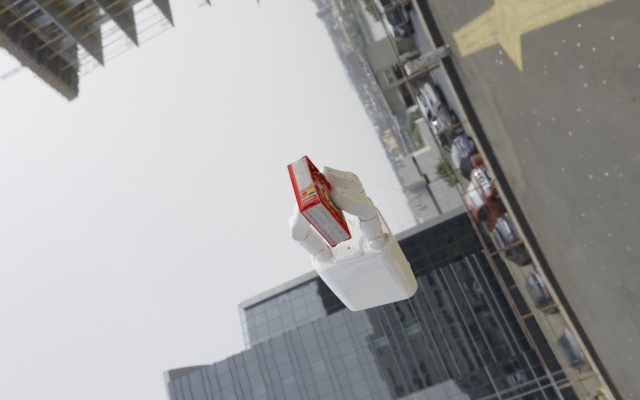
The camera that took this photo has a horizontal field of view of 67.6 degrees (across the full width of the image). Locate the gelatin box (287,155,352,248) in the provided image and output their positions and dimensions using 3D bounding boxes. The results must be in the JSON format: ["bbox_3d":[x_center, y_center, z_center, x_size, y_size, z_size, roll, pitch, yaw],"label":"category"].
[{"bbox_3d":[0.000,0.002,0.554,0.030,0.073,0.089,-27,-41,12],"label":"gelatin box"}]
